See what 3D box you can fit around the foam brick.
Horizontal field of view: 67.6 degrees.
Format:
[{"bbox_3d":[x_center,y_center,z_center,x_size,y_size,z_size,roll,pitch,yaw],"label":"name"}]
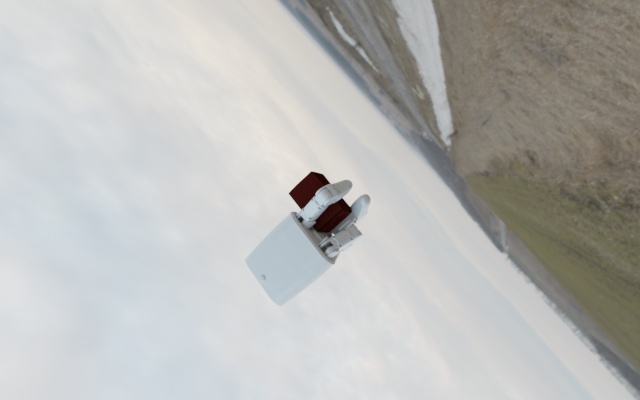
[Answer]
[{"bbox_3d":[0.000,0.002,0.717,0.051,0.078,0.053,-43,-17,14],"label":"foam brick"}]
